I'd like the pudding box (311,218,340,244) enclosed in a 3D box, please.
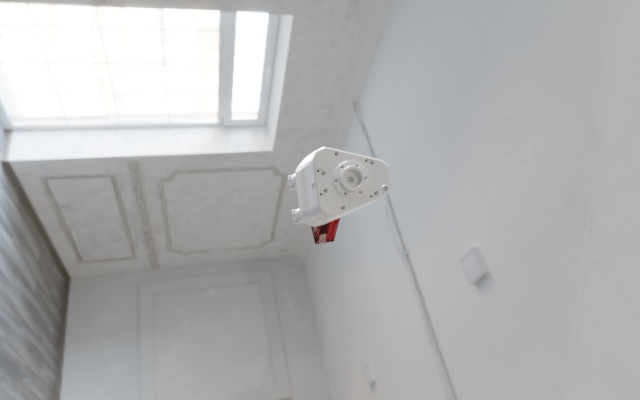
[{"bbox_3d":[0.000,0.003,0.798,0.039,0.113,0.090,-5,-35,-13],"label":"pudding box"}]
